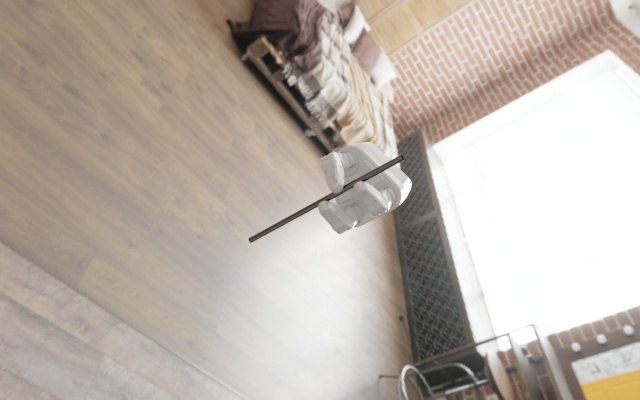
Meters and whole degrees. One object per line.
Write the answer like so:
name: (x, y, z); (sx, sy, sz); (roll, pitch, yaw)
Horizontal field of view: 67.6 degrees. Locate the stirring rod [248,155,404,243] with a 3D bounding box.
stirring rod: (0.000, 0.002, 0.613); (0.239, 0.011, 0.011); (-29, -12, 23)
